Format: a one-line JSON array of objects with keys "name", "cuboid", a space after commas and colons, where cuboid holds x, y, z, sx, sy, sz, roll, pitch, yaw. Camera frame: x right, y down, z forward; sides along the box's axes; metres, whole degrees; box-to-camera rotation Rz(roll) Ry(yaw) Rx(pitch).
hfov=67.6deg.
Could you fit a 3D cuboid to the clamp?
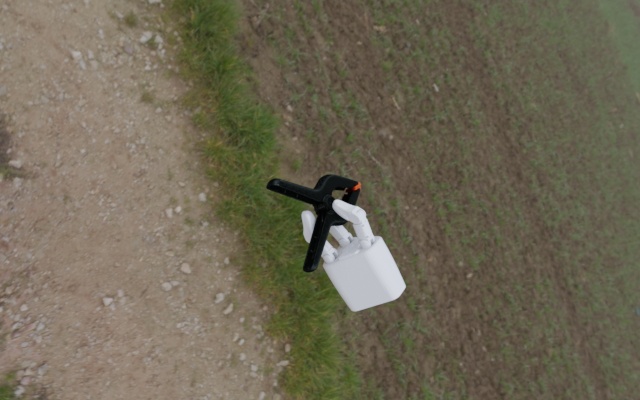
[{"name": "clamp", "cuboid": [0.001, 0.003, 0.833, 0.036, 0.164, 0.210, -15, 18, 43]}]
